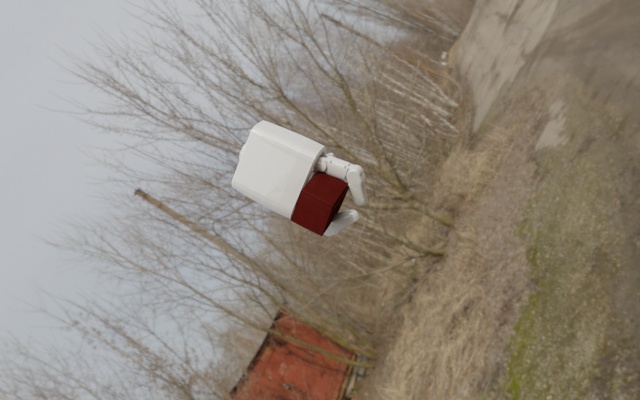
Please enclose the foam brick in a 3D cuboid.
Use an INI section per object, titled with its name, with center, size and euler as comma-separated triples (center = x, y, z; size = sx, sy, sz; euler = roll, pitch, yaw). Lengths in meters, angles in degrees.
[foam brick]
center = 0.000, 0.002, 0.670
size = 0.051, 0.053, 0.078
euler = 26, 32, 7
